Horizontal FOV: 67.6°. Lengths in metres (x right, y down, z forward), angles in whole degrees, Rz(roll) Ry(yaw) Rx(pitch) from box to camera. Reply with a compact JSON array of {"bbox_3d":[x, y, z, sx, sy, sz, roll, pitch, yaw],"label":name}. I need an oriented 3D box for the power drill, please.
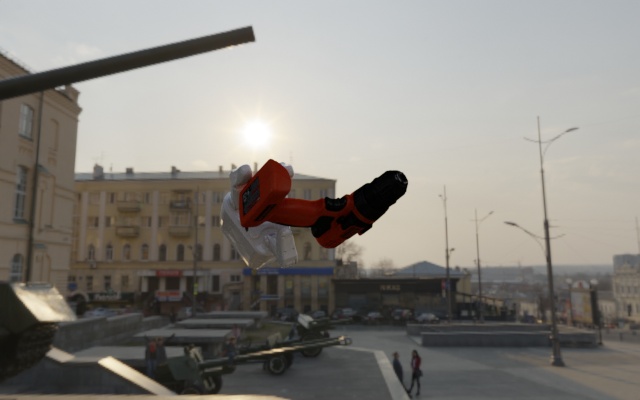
[{"bbox_3d":[0.000,0.002,0.639,0.188,0.057,0.184,14,-39,-31],"label":"power drill"}]
